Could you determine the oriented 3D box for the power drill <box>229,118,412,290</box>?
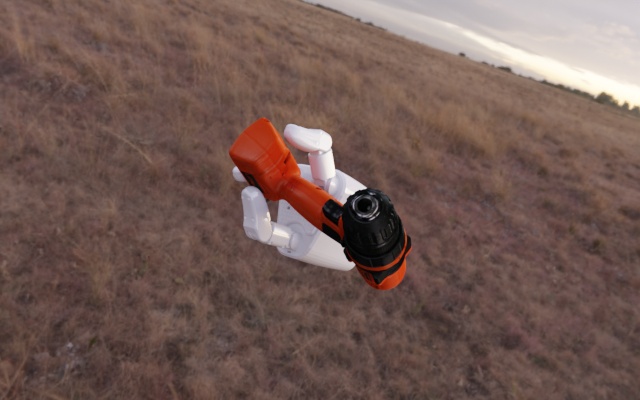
[{"bbox_3d":[0.000,0.001,0.445,0.187,0.057,0.184,40,-12,24],"label":"power drill"}]
